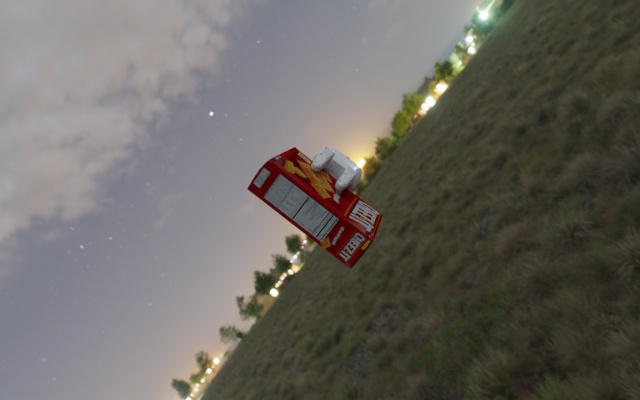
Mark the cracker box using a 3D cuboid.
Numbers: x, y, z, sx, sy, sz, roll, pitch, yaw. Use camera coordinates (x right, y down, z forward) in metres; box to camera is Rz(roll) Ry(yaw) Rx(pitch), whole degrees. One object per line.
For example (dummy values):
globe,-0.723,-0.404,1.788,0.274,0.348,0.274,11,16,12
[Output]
cracker box,0.000,0.003,0.827,0.213,0.072,0.164,37,18,2
